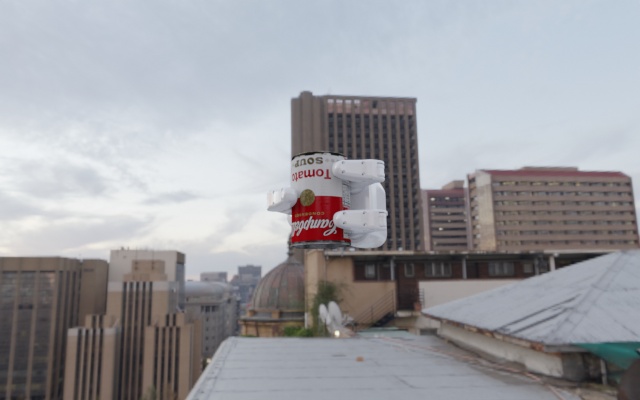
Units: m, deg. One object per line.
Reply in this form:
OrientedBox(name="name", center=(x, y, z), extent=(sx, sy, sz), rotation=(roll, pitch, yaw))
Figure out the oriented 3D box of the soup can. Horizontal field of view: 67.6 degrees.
OrientedBox(name="soup can", center=(0.000, 0.001, 0.542), extent=(0.068, 0.102, 0.068), rotation=(-1, -10, 0))
